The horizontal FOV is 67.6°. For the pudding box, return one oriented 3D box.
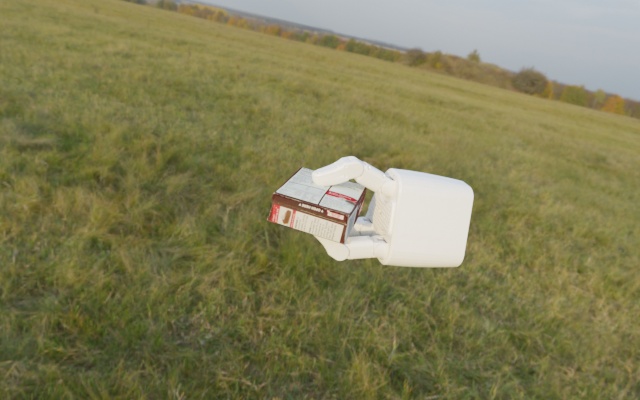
[{"bbox_3d":[0.000,0.002,0.555,0.090,0.039,0.113,16,20,9],"label":"pudding box"}]
